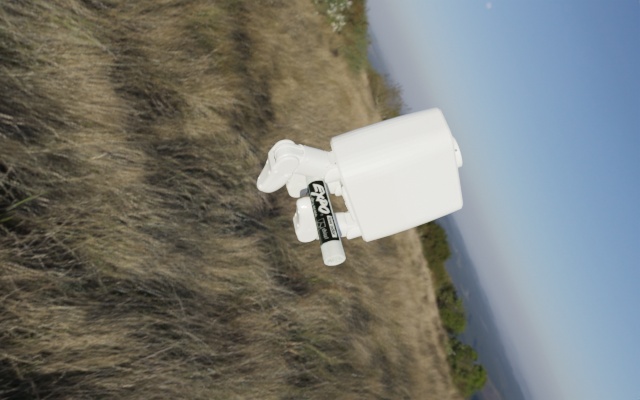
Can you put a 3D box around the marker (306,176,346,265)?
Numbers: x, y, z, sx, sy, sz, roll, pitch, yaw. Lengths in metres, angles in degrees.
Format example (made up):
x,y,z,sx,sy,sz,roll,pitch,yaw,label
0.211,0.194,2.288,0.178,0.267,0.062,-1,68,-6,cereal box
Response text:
x,y,z,sx,sy,sz,roll,pitch,yaw,label
0.000,0.001,0.438,0.020,0.121,0.020,-10,-31,-6,marker
